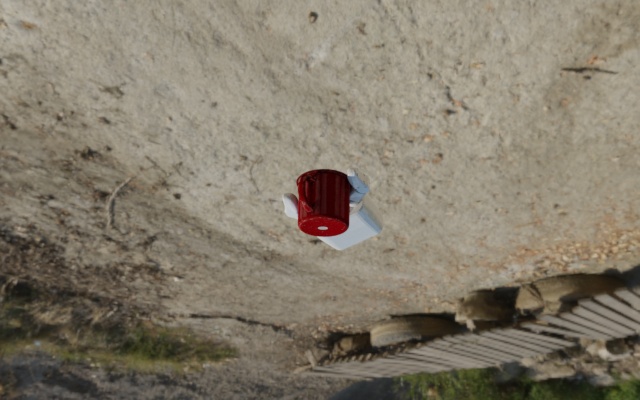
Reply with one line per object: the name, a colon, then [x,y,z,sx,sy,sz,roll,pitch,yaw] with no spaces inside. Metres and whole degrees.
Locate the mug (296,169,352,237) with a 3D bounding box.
mug: [0.000,0.002,0.751,0.093,0.081,0.117,-12,-29,25]
